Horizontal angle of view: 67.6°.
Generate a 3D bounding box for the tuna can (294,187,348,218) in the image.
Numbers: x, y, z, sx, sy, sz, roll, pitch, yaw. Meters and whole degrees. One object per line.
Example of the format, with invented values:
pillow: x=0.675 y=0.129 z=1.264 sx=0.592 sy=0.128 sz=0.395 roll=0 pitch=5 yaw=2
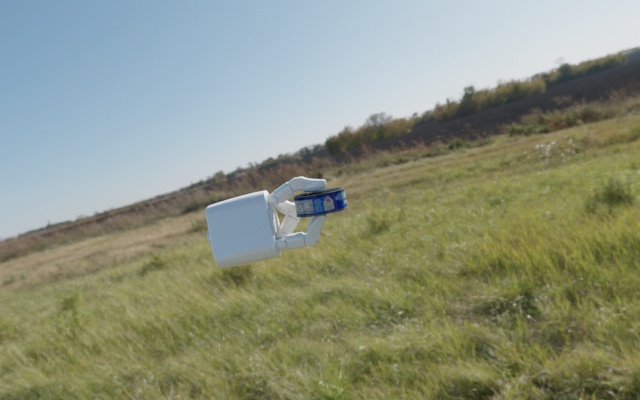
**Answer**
tuna can: x=0.000 y=0.002 z=0.782 sx=0.086 sy=0.034 sz=0.086 roll=-10 pitch=6 yaw=1
